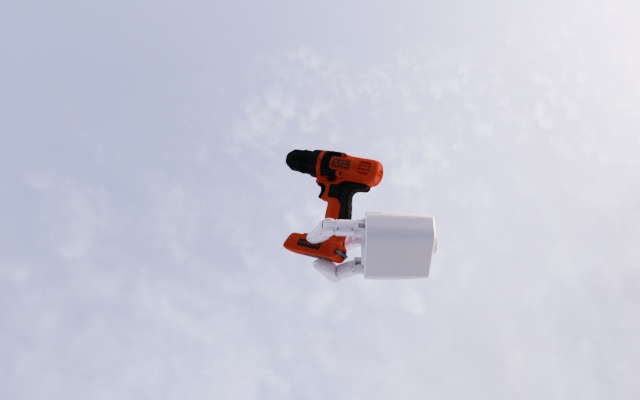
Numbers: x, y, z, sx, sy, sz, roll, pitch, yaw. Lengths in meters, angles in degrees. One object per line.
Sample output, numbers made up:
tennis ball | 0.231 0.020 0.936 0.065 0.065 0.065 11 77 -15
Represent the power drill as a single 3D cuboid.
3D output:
power drill | 0.000 0.003 0.817 0.184 0.187 0.057 11 -12 28
